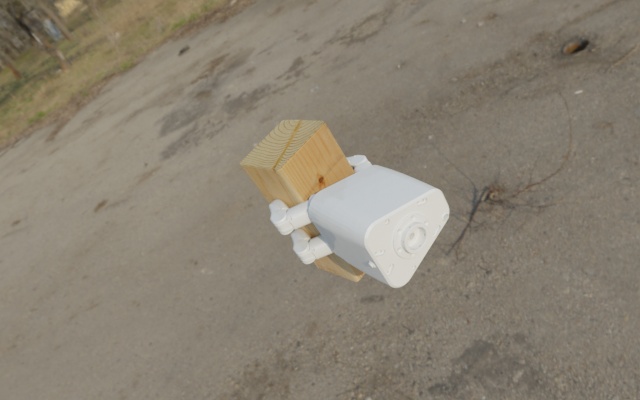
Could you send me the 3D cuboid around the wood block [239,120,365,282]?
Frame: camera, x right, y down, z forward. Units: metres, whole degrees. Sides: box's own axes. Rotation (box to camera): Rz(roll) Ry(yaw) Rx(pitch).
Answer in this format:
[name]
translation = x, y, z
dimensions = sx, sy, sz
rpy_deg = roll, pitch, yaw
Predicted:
[wood block]
translation = 0.000, 0.002, 0.636
dimensions = 0.090, 0.206, 0.090
rpy_deg = 12, 54, 49
